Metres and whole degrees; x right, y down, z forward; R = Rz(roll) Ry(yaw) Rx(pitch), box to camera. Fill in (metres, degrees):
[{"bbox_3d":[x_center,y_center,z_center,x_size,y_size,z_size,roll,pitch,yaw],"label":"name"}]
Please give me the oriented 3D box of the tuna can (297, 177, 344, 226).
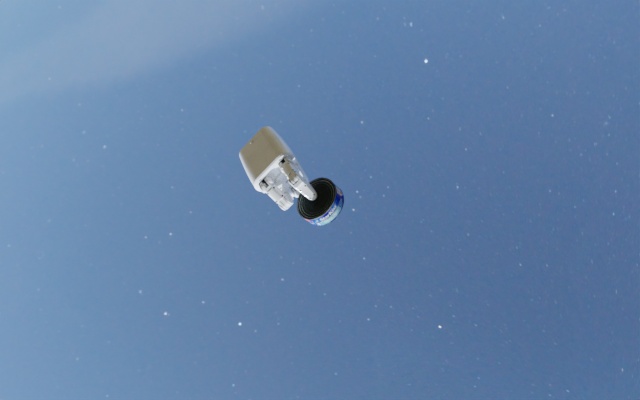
[{"bbox_3d":[0.000,0.003,0.880,0.086,0.086,0.034,0,-26,38],"label":"tuna can"}]
